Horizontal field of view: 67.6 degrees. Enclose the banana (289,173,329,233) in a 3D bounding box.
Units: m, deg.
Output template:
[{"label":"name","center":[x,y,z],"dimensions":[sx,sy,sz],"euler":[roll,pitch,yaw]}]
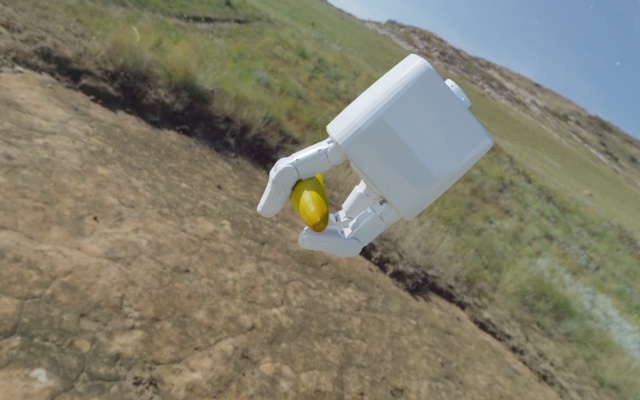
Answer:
[{"label":"banana","center":[-0.011,-0.014,0.509],"dimensions":[0.037,0.069,0.198],"euler":[-35,4,5]}]
